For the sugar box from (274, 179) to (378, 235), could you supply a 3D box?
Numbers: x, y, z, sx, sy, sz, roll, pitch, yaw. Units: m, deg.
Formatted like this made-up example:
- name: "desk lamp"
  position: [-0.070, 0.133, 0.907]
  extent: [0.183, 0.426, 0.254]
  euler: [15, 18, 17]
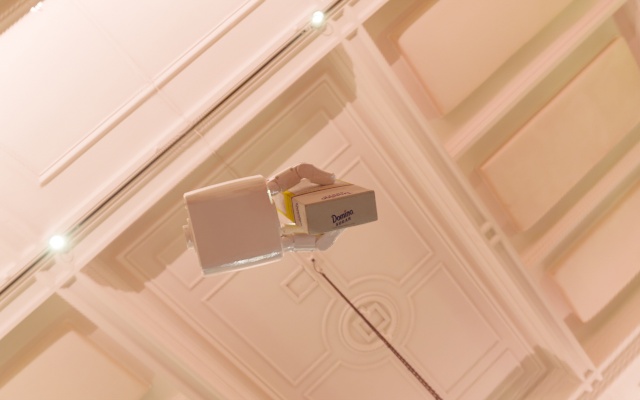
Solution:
- name: "sugar box"
  position: [0.000, 0.003, 0.653]
  extent: [0.093, 0.048, 0.176]
  euler: [-12, 14, -15]
